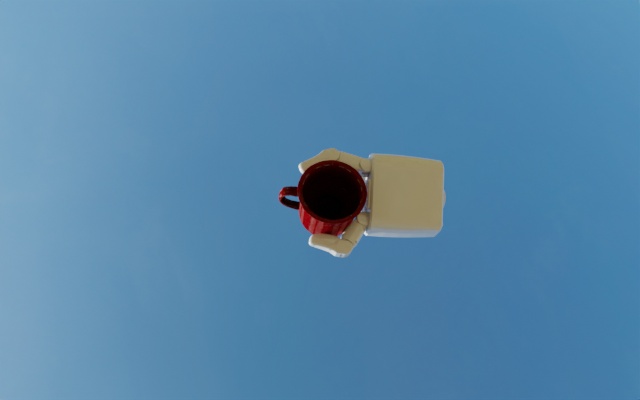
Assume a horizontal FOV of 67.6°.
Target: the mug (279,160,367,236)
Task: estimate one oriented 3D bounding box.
[{"bbox_3d":[-0.001,0.002,0.666,0.117,0.093,0.081,4,-23,-4],"label":"mug"}]
